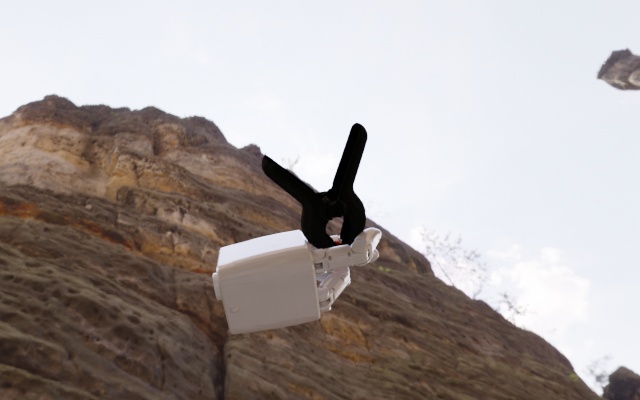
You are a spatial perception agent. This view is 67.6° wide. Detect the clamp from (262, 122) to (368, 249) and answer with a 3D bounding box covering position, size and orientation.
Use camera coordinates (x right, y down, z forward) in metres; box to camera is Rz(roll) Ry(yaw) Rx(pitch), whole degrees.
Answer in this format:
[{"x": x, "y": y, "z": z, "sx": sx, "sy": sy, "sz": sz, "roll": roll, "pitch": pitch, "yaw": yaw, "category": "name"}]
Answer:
[{"x": 0.000, "y": 0.002, "z": 0.548, "sx": 0.120, "sy": 0.171, "sz": 0.039, "roll": -10, "pitch": 27, "yaw": -8, "category": "clamp"}]
